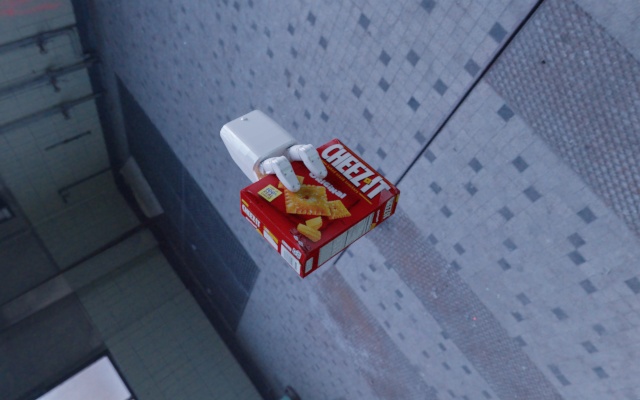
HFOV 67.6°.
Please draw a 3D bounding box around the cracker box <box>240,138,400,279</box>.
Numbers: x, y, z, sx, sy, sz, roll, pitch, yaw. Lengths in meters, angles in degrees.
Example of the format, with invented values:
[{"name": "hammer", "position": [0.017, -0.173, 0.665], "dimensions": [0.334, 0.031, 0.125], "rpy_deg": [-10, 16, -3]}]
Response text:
[{"name": "cracker box", "position": [0.000, 0.003, 0.794], "dimensions": [0.213, 0.072, 0.164], "rpy_deg": [-32, 61, -28]}]
